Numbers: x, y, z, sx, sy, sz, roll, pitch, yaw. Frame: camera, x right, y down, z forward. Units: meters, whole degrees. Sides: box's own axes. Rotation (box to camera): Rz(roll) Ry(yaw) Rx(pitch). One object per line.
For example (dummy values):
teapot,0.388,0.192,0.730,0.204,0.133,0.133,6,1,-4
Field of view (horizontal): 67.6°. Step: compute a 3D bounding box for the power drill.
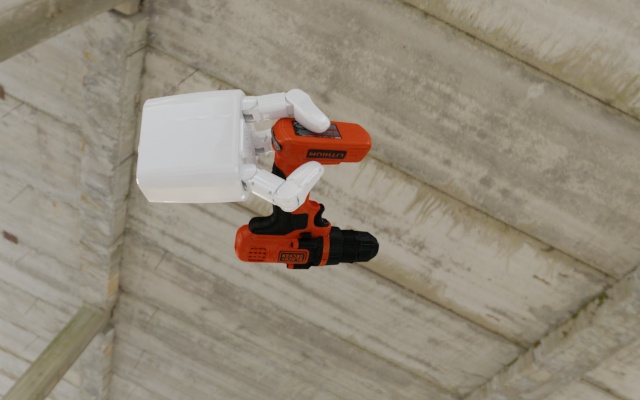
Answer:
power drill,0.000,0.001,0.557,0.184,0.188,0.057,2,34,-18
